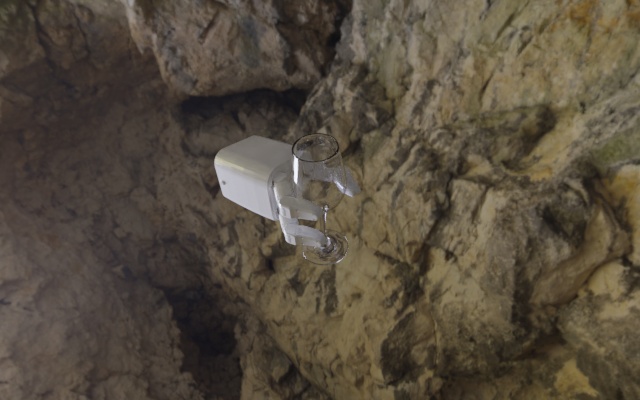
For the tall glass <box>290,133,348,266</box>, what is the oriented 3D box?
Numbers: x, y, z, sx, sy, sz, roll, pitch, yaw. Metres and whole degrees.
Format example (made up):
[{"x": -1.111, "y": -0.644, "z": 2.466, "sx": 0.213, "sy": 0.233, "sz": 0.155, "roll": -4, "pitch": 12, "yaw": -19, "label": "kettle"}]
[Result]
[{"x": 0.000, "y": 0.003, "z": 0.687, "sx": 0.079, "sy": 0.201, "sz": 0.079, "roll": -3, "pitch": 44, "yaw": 3, "label": "tall glass"}]
